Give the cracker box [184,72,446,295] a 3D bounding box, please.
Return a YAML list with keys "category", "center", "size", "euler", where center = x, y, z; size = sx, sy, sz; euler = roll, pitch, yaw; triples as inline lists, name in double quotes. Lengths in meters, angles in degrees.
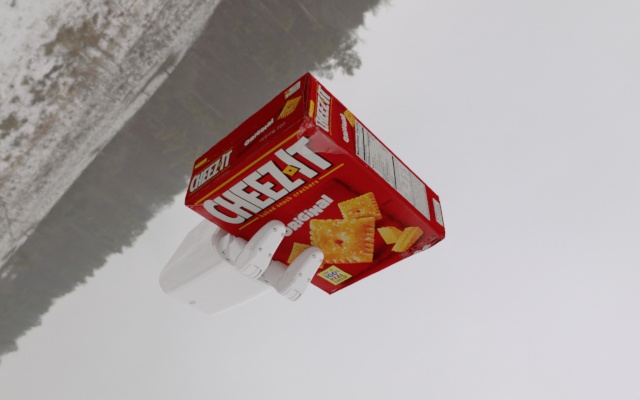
- category: "cracker box"
  center: [0.000, 0.002, 0.487]
  size: [0.164, 0.072, 0.214]
  euler: [-31, -51, 30]
